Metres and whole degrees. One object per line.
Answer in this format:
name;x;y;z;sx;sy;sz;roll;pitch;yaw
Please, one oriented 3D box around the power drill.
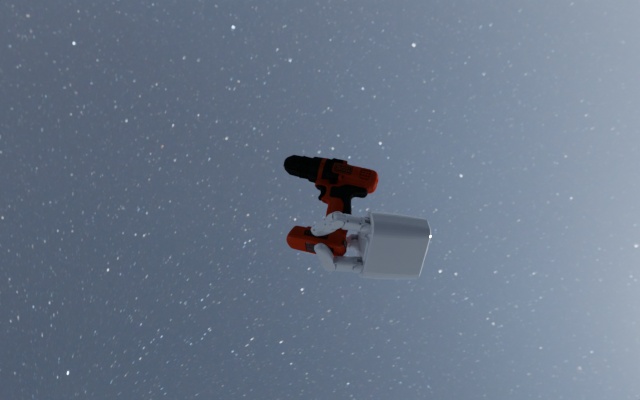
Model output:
power drill;0.000;0.003;0.874;0.184;0.187;0.057;12;-28;11
